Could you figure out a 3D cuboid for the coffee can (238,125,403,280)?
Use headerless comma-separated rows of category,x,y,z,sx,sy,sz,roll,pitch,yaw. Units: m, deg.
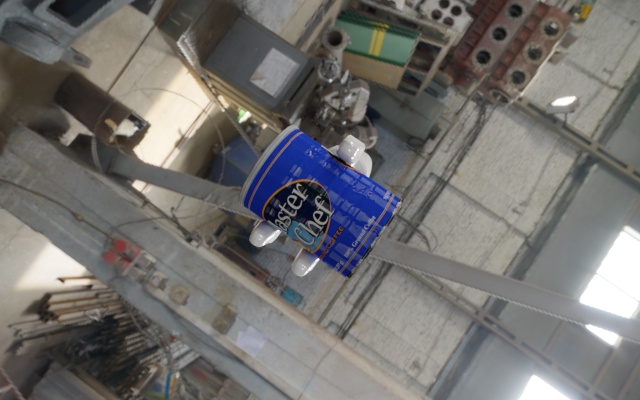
coffee can,0.000,0.002,0.505,0.140,0.103,0.103,35,3,4
